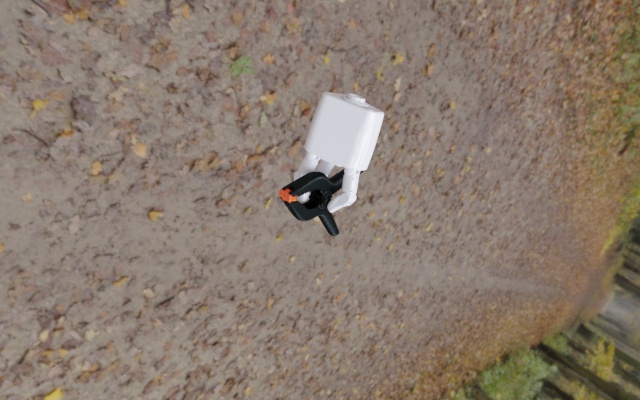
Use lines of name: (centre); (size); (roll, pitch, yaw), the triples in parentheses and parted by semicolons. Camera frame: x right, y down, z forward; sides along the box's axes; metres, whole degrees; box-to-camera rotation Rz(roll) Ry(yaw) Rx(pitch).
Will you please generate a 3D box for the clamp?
clamp: (0.000, 0.003, 0.881); (0.036, 0.165, 0.210); (31, 24, 33)
